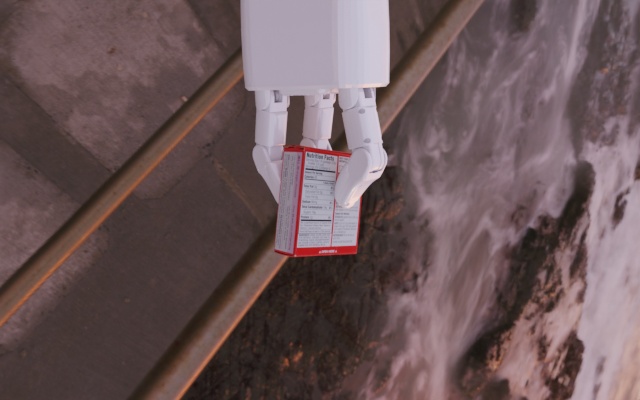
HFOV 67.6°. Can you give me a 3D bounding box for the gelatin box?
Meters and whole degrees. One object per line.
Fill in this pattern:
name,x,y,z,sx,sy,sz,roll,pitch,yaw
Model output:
gelatin box,0.000,0.002,0.403,0.073,0.089,0.030,3,3,-44
